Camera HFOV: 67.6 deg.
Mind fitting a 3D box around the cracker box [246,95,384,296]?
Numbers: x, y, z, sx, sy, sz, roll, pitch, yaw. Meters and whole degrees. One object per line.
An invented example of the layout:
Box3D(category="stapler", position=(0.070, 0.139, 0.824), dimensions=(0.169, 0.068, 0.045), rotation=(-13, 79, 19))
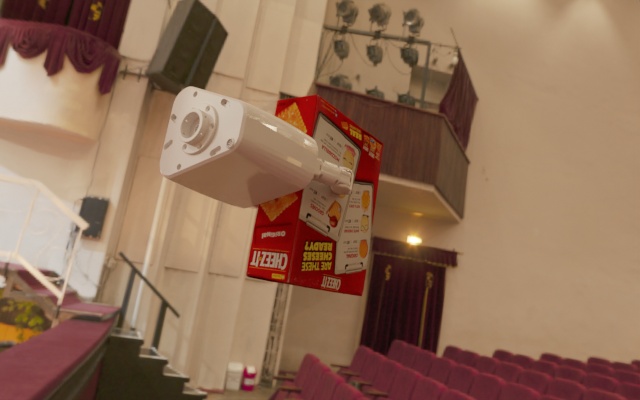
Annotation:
Box3D(category="cracker box", position=(0.000, 0.002, 0.596), dimensions=(0.072, 0.213, 0.164), rotation=(2, -13, 36))
